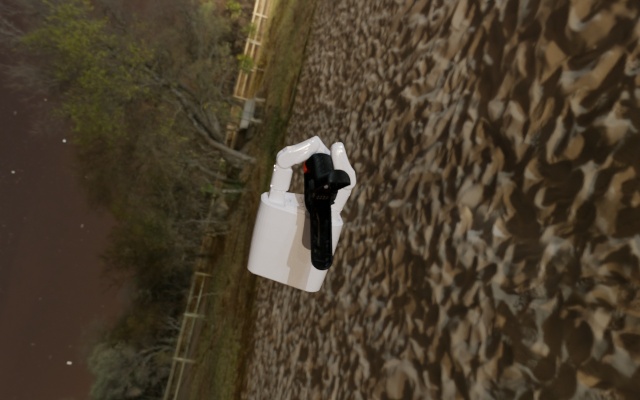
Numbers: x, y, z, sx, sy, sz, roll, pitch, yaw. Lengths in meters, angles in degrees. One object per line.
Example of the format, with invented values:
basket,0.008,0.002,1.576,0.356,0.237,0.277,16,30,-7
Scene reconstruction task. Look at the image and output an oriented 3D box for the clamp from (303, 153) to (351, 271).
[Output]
clamp,-0.001,0.002,0.575,0.039,0.120,0.171,12,17,-11
